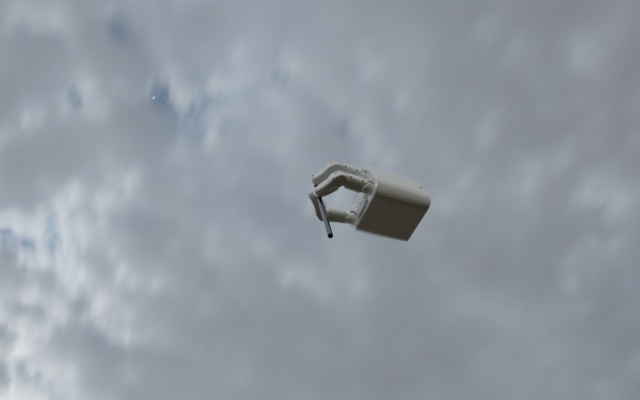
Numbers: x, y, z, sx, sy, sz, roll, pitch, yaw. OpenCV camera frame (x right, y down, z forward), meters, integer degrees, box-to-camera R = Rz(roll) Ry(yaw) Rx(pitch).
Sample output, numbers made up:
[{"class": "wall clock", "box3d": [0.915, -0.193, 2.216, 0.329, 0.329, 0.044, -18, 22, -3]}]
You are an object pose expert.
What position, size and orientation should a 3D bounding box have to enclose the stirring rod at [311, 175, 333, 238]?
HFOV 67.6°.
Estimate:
[{"class": "stirring rod", "box3d": [0.000, 0.003, 0.773, 0.011, 0.011, 0.239, 0, 23, -7]}]
